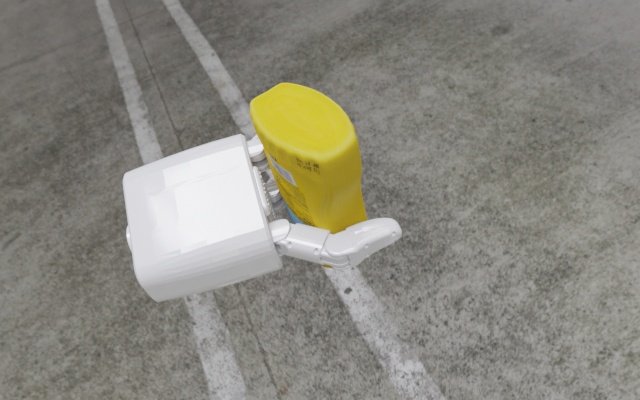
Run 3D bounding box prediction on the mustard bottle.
[{"bbox_3d":[0.000,0.001,0.403,0.058,0.192,0.096,-36,53,-18],"label":"mustard bottle"}]
